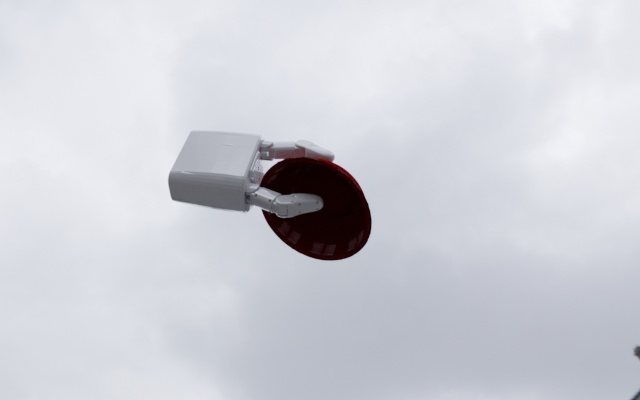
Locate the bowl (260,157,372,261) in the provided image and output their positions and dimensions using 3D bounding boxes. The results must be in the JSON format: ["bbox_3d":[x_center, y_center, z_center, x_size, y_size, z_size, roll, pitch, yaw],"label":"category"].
[{"bbox_3d":[0.001,0.002,0.646,0.162,0.162,0.055,0,31,27],"label":"bowl"}]
